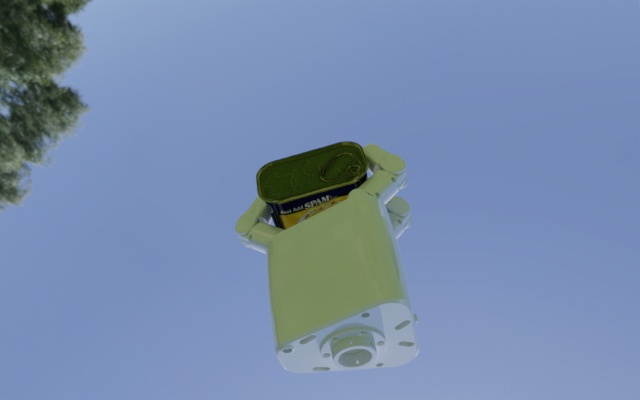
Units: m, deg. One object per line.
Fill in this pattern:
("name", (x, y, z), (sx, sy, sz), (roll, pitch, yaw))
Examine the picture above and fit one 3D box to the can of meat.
("can of meat", (0.000, 0.002, 0.457), (0.102, 0.084, 0.057), (-16, 42, 1))
